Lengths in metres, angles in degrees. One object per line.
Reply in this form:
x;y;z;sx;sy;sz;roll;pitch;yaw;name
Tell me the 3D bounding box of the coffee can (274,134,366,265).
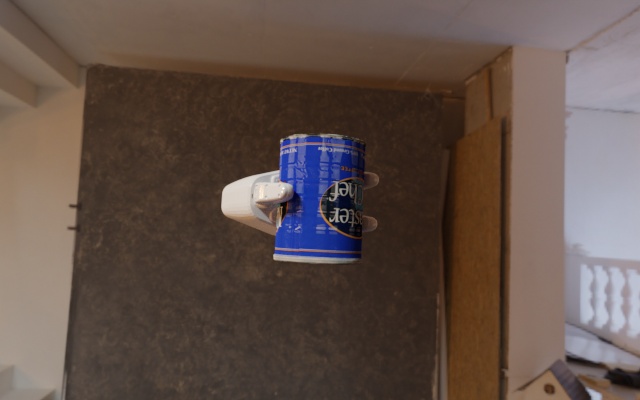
0.000;0.002;0.559;0.103;0.140;0.103;3;-5;0;coffee can
